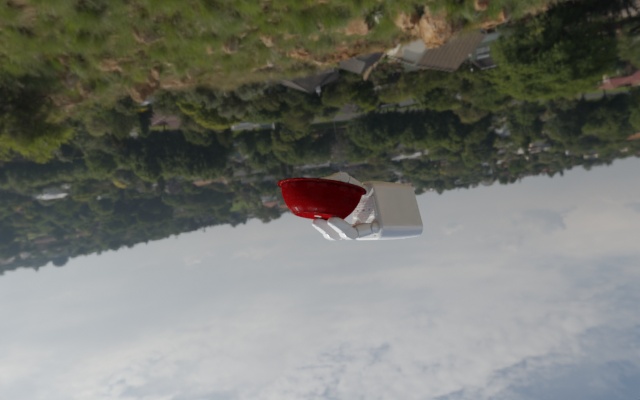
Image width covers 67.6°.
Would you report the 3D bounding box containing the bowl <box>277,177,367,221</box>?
[{"bbox_3d":[-0.001,0.003,0.855,0.162,0.055,0.162,6,-9,1],"label":"bowl"}]
